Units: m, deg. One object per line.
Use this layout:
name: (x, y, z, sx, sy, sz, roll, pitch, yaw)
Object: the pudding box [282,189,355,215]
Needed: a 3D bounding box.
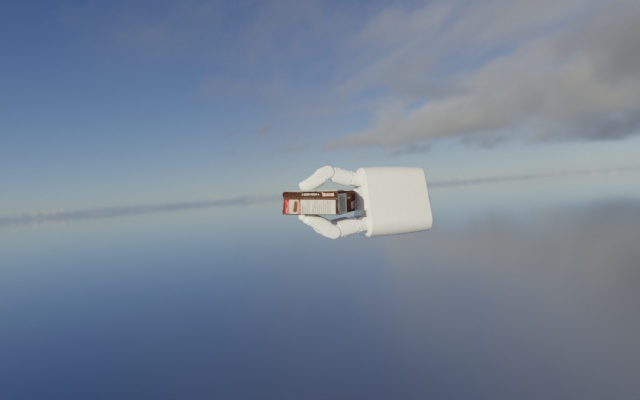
pudding box: (0.000, 0.002, 0.753, 0.090, 0.039, 0.113, -1, 0, 17)
